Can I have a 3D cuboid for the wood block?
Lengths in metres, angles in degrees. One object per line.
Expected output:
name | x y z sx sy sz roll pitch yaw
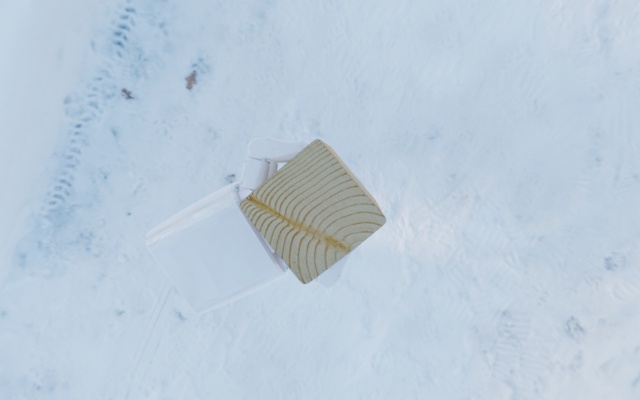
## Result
wood block | 0.000 0.002 0.491 0.090 0.091 0.206 -39 2 6
